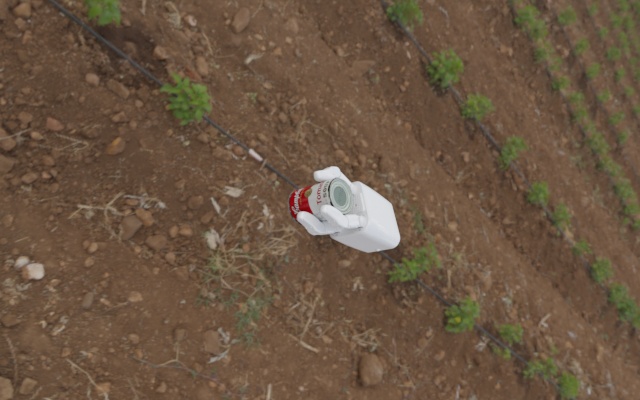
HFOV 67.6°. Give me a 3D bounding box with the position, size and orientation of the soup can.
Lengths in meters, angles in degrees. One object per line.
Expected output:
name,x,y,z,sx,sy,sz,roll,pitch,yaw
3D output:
soup can,0.000,0.002,0.864,0.102,0.068,0.068,-16,-10,40
